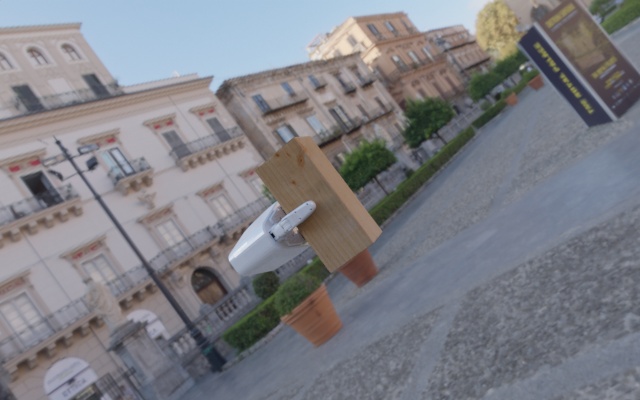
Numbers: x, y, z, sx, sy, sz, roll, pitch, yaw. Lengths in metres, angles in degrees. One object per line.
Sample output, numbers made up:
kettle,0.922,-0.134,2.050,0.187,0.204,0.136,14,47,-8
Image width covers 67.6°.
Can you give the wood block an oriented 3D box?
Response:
wood block,0.000,0.003,0.789,0.090,0.206,0.091,-38,-3,19
